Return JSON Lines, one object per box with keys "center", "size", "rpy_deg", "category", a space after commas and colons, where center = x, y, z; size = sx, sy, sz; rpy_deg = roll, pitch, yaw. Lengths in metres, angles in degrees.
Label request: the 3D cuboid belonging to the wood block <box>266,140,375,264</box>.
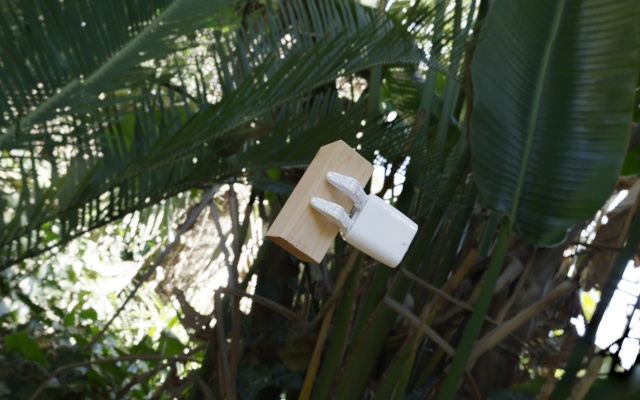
{"center": [0.000, 0.003, 0.877], "size": [0.090, 0.206, 0.091], "rpy_deg": [36, -16, -17], "category": "wood block"}
